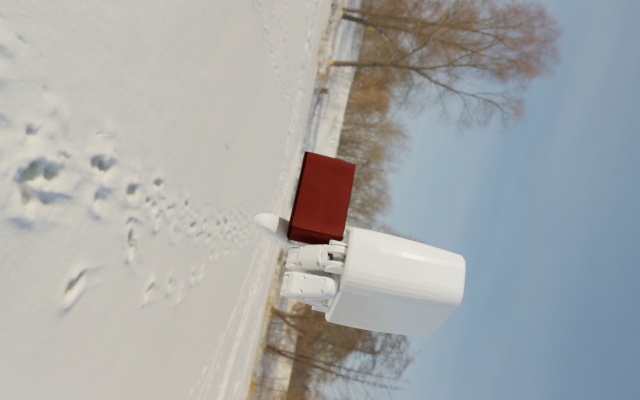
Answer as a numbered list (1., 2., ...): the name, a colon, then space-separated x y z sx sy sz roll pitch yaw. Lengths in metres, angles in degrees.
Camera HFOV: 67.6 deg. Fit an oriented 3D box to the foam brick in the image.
1. foam brick: 0.000 0.001 0.466 0.051 0.078 0.053 12 -19 -2
